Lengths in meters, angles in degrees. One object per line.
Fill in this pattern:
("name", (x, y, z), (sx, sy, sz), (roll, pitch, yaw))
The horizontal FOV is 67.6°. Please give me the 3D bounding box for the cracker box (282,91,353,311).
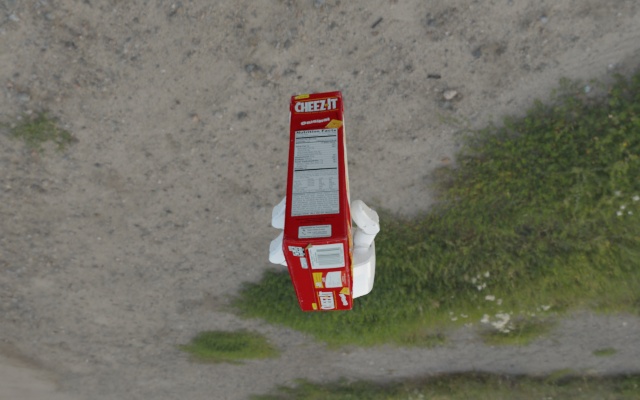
("cracker box", (0.000, 0.002, 0.578), (0.072, 0.213, 0.164), (-3, -37, 4))
